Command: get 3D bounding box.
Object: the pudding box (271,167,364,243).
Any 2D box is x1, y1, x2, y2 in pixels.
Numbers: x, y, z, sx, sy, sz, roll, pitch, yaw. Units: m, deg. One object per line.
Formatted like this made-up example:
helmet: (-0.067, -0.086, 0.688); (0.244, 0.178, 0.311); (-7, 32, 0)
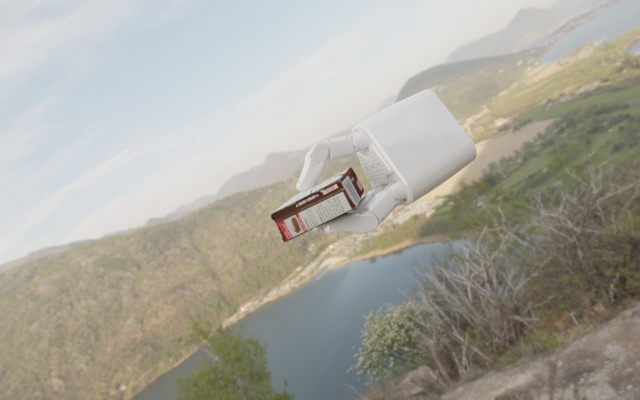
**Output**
pudding box: (0.000, 0.002, 0.553); (0.090, 0.039, 0.113); (-27, 4, 13)
